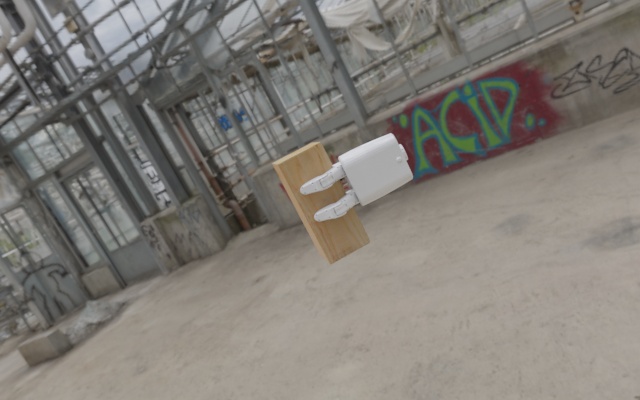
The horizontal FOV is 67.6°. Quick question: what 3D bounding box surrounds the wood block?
[{"bbox_3d":[0.000,0.003,0.895,0.090,0.206,0.091,-28,11,-8],"label":"wood block"}]
